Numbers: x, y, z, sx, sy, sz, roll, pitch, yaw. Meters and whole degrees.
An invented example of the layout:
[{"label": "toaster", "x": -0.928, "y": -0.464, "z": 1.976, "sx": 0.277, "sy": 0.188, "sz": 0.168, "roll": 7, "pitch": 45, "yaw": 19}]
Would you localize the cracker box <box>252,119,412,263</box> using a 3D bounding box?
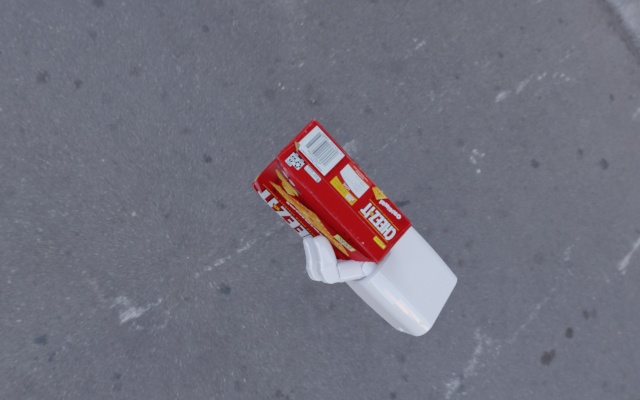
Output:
[{"label": "cracker box", "x": 0.000, "y": 0.002, "z": 0.617, "sx": 0.072, "sy": 0.164, "sz": 0.214, "roll": -46, "pitch": 7, "yaw": -16}]
